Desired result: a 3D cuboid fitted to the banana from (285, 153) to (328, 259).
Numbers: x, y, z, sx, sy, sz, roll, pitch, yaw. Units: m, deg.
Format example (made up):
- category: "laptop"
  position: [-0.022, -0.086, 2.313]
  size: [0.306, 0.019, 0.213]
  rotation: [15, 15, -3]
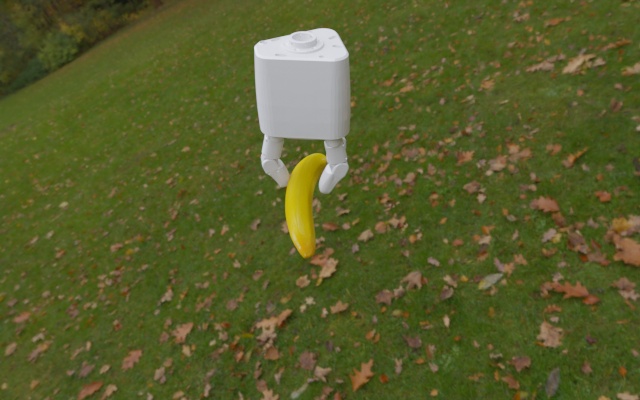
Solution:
- category: "banana"
  position: [-0.016, -0.009, 0.667]
  size: [0.069, 0.197, 0.037]
  rotation: [28, -45, -8]
